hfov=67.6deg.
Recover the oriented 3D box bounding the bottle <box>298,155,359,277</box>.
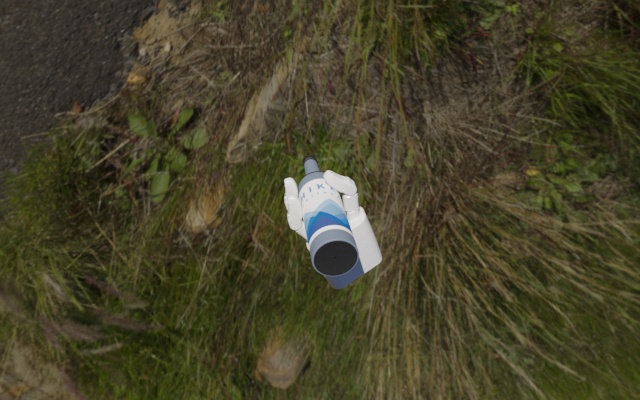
[{"bbox_3d":[0.000,0.003,0.781,0.069,0.069,0.295,0,32,-10],"label":"bottle"}]
